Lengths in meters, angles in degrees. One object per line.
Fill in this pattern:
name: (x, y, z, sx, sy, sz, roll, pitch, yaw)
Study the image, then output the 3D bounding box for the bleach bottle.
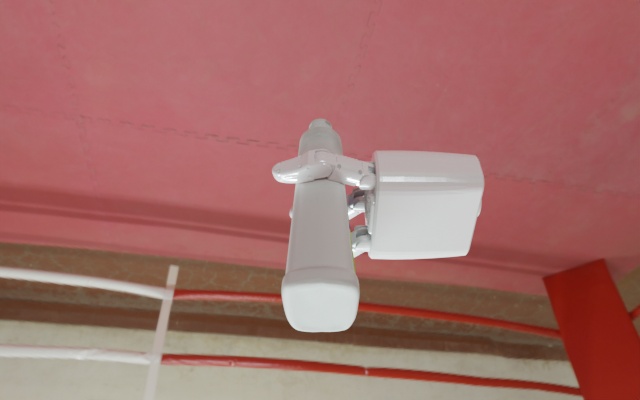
bleach bottle: (0.000, 0.002, 0.502, 0.068, 0.250, 0.103, 0, -39, 0)
